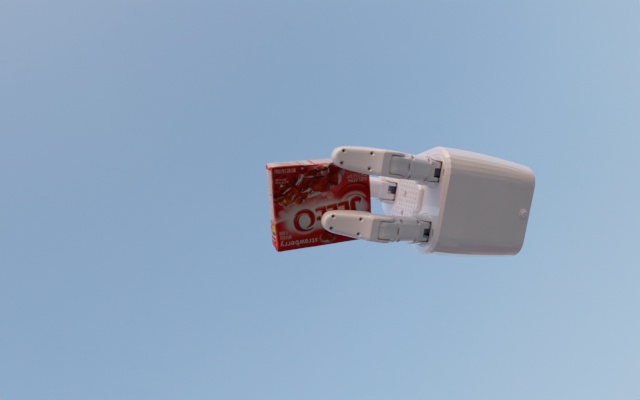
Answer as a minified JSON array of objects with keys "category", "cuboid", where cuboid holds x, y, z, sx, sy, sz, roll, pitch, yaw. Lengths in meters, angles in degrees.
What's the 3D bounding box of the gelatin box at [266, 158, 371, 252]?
[{"category":"gelatin box","cuboid":[0.000,0.001,0.418,0.089,0.073,0.030,-6,12,-15]}]
